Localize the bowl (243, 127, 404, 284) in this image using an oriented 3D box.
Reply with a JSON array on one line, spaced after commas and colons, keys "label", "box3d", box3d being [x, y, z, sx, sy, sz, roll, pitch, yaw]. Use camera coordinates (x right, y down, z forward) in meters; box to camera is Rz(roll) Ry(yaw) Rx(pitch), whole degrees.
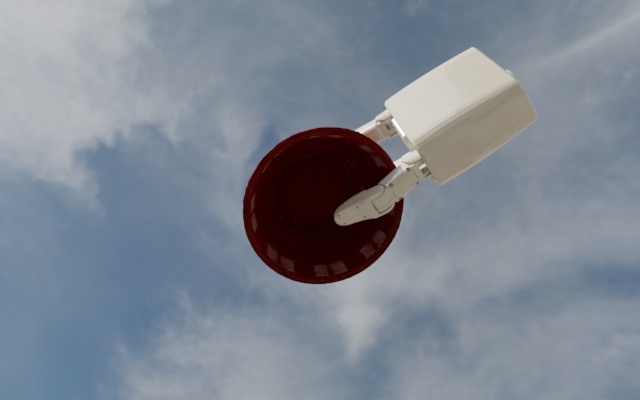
[{"label": "bowl", "box3d": [-0.001, 0.002, 0.489, 0.162, 0.162, 0.055, 0, 17, -14]}]
